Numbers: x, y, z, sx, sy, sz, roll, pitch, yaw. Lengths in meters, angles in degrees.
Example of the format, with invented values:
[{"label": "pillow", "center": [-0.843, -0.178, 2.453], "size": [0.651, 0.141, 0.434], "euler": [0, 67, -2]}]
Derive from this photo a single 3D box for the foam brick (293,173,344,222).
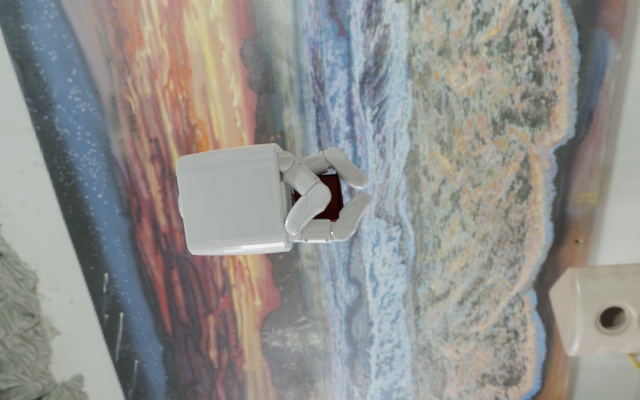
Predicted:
[{"label": "foam brick", "center": [0.000, 0.002, 0.558], "size": [0.051, 0.053, 0.078], "euler": [-7, -8, 4]}]
